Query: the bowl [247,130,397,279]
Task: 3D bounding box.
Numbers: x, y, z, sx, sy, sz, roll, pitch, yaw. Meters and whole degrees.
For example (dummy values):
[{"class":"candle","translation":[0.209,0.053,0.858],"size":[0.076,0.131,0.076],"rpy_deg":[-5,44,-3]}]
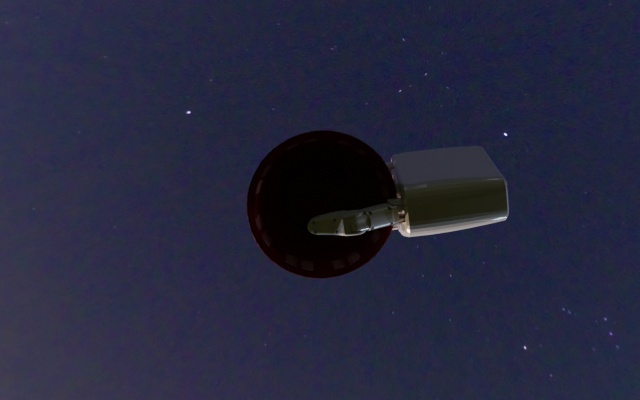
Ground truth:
[{"class":"bowl","translation":[-0.001,0.002,0.531],"size":[0.162,0.162,0.055],"rpy_deg":[0,12,-7]}]
